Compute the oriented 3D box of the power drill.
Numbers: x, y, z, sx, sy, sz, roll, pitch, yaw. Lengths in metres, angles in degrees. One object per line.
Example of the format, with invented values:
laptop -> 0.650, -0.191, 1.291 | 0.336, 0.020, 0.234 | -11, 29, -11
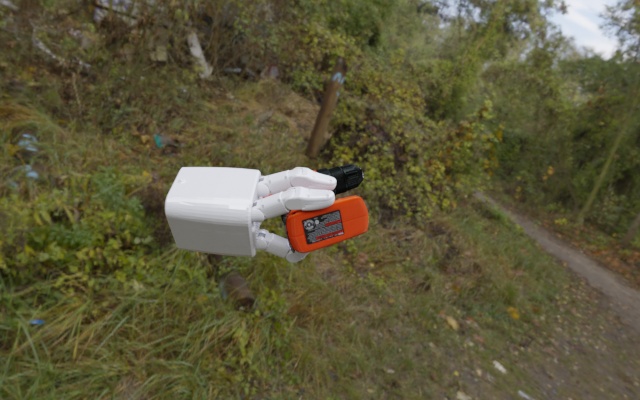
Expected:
power drill -> 0.000, 0.002, 0.680 | 0.184, 0.057, 0.187 | -19, 19, -11
